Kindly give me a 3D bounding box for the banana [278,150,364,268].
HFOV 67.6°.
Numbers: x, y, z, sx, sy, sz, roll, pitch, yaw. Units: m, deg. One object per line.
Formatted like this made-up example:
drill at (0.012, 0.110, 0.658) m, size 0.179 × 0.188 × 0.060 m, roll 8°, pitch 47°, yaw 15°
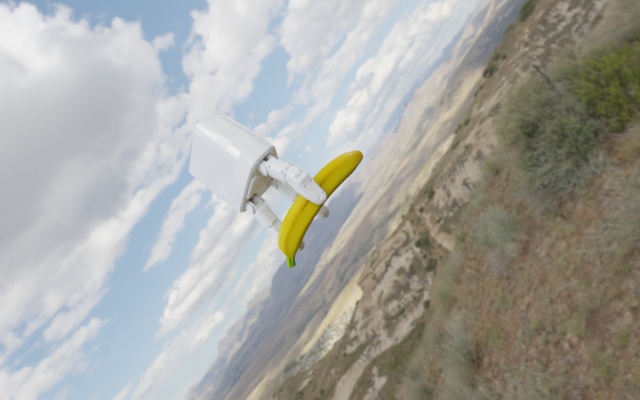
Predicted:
banana at (-0.006, 0.000, 0.670) m, size 0.037 × 0.198 × 0.070 m, roll 33°, pitch -5°, yaw 20°
